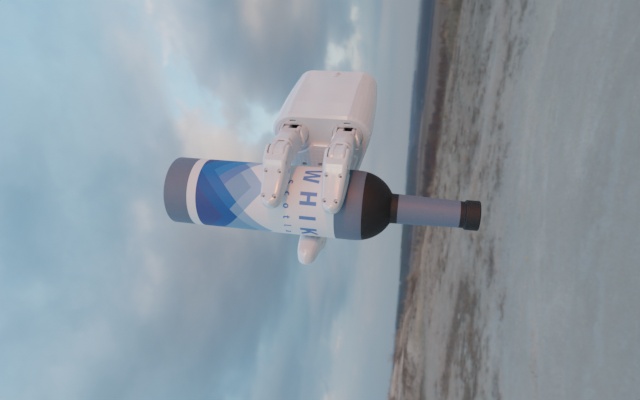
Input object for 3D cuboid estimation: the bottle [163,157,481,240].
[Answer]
[{"bbox_3d":[0.000,0.002,0.461,0.296,0.069,0.069,5,1,11],"label":"bottle"}]
